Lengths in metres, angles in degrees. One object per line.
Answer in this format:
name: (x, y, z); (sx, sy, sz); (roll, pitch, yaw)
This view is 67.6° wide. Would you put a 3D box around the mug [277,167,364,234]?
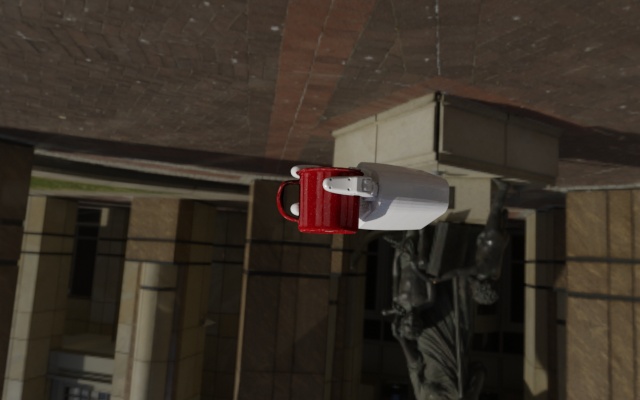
mug: (-0.001, 0.002, 0.641); (0.117, 0.081, 0.093); (3, -6, -13)
